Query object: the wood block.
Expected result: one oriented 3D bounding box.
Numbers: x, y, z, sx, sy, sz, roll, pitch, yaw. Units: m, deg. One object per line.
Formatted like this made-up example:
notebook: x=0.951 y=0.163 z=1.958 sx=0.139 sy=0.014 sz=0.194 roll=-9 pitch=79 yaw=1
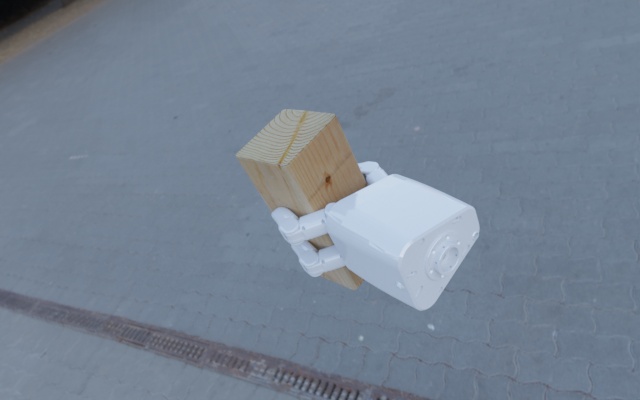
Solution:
wood block: x=0.001 y=0.002 z=0.580 sx=0.090 sy=0.206 sz=0.090 roll=15 pitch=54 yaw=43
